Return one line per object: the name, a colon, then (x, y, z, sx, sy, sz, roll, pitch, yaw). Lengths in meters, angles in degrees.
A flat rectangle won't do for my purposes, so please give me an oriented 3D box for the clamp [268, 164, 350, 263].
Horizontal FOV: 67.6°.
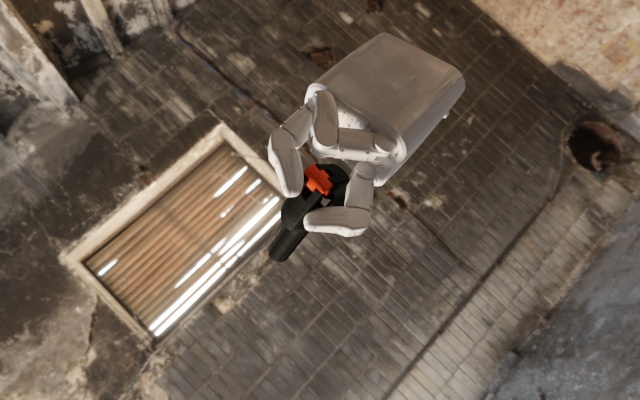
clamp: (0.000, 0.001, 0.497, 0.120, 0.039, 0.171, -45, -7, -24)
